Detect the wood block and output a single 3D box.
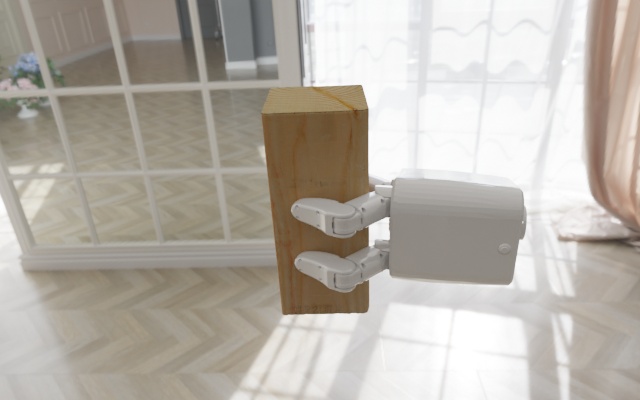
[{"bbox_3d":[0.000,0.001,0.465,0.090,0.206,0.090,-2,27,2],"label":"wood block"}]
